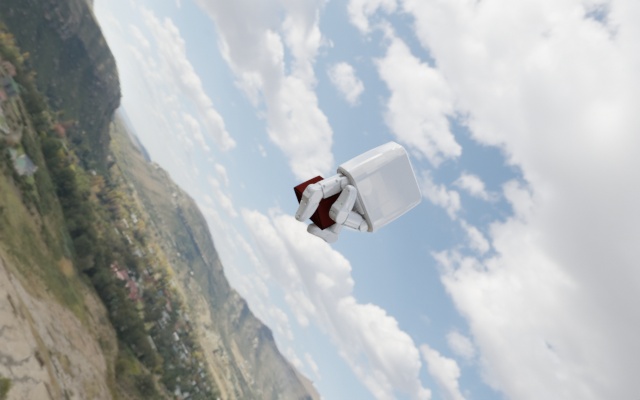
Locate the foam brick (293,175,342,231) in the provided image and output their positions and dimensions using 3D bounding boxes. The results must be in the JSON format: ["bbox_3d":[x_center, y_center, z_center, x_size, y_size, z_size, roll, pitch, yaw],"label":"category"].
[{"bbox_3d":[0.000,0.002,0.781,0.051,0.053,0.078,-28,36,-16],"label":"foam brick"}]
